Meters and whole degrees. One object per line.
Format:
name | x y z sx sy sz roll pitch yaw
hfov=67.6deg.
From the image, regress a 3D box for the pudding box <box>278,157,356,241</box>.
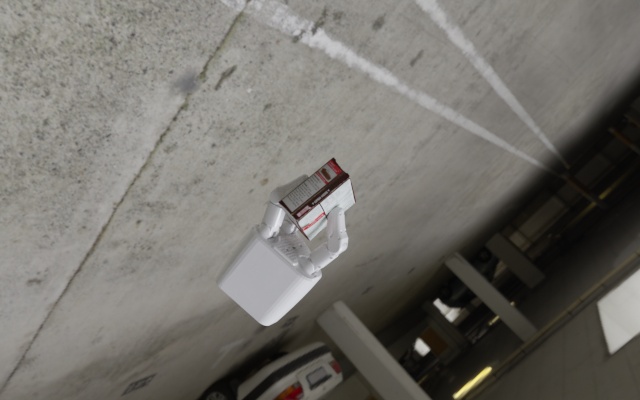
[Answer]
pudding box | 0.000 0.002 0.631 0.090 0.039 0.113 -40 -16 -6
